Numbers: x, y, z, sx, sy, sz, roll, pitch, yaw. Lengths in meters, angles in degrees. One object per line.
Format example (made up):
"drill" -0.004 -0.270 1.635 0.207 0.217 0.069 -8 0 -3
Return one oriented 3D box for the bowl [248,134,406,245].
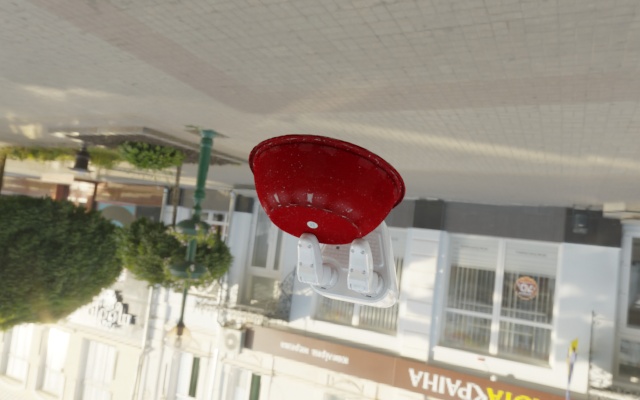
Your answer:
"bowl" -0.001 0.001 0.474 0.162 0.055 0.162 11 -25 5
